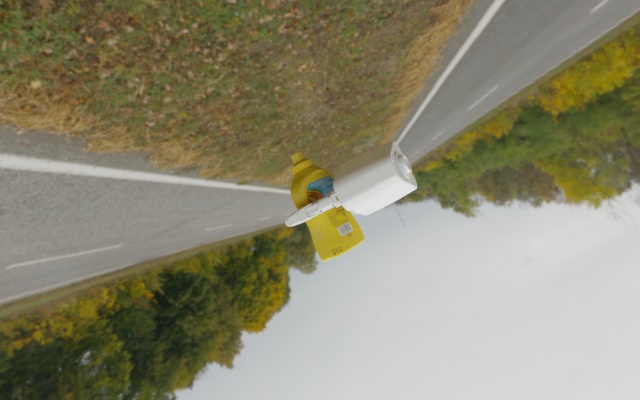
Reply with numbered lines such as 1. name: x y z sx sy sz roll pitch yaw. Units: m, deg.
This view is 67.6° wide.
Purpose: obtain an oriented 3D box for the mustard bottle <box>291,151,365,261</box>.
1. mustard bottle: 0.000 0.003 0.832 0.096 0.191 0.058 -25 -2 -43
